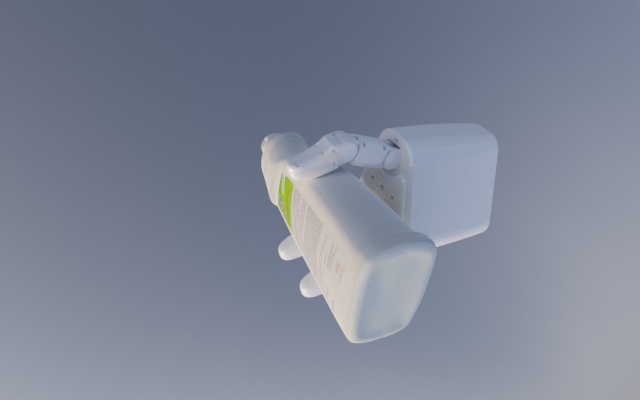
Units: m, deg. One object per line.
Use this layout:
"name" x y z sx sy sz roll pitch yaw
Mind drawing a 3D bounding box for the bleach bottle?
"bleach bottle" 0.000 0.002 0.435 0.068 0.103 0.250 -9 38 -24
